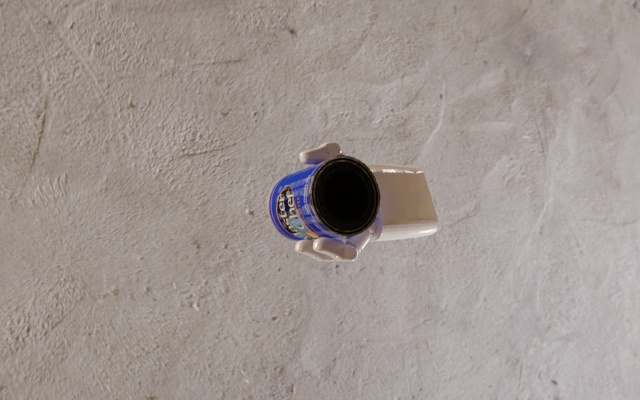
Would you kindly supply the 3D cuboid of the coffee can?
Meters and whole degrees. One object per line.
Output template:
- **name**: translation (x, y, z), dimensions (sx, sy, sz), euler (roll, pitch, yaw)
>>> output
- **coffee can**: translation (0.000, 0.002, 0.652), dimensions (0.103, 0.103, 0.140), euler (0, -7, -28)
